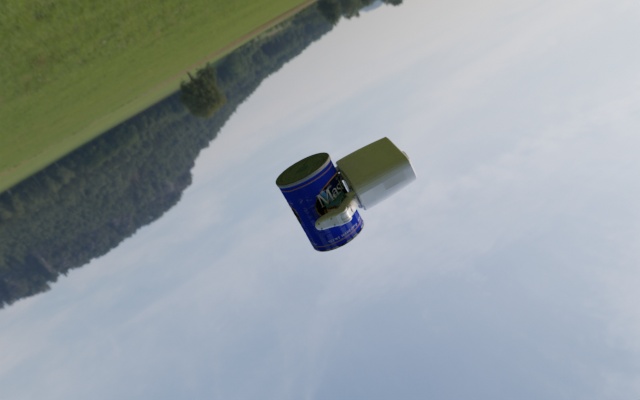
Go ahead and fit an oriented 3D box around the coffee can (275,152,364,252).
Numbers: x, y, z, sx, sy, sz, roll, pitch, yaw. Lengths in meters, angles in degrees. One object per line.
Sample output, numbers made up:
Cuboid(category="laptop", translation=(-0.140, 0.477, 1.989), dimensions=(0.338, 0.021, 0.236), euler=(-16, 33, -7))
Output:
Cuboid(category="coffee can", translation=(0.000, 0.003, 0.827), dimensions=(0.103, 0.140, 0.102), euler=(-25, 21, 10))
